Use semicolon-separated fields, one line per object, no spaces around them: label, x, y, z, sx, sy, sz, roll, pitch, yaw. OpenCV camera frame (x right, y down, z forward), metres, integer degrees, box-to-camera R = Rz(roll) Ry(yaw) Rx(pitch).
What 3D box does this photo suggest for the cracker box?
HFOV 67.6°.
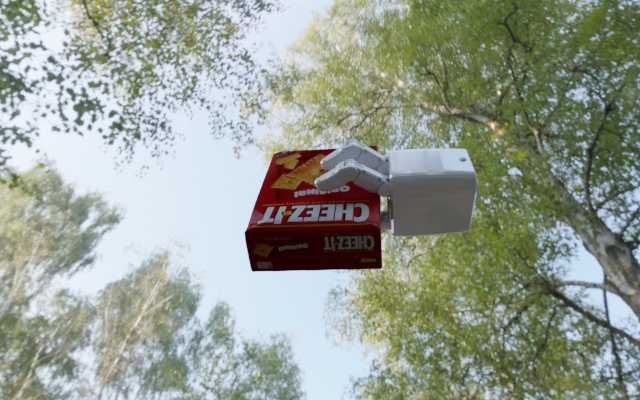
cracker box;0.000;0.002;0.655;0.164;0.072;0.213;-3;32;8
